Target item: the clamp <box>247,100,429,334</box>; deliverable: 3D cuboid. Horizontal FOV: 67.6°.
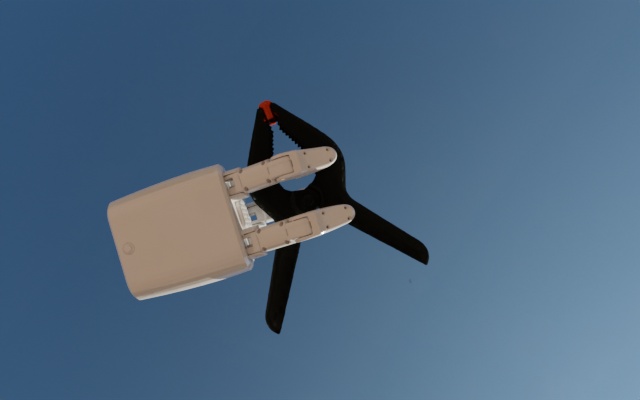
[{"bbox_3d":[0.000,0.001,0.452,0.164,0.210,0.036,-18,-2,-3],"label":"clamp"}]
